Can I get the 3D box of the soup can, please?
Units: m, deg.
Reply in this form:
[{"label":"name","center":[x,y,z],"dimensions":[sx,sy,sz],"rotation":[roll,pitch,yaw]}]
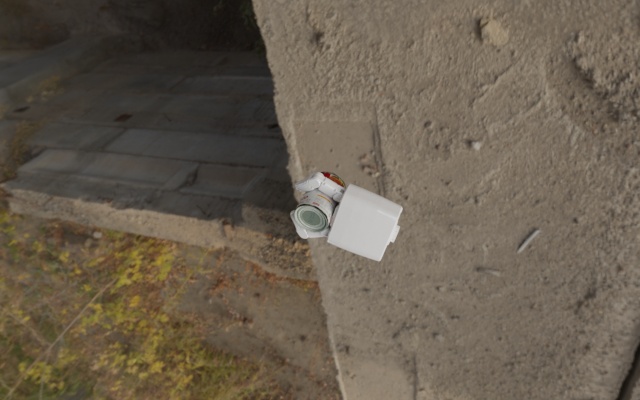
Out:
[{"label":"soup can","center":[0.000,0.003,0.887],"dimensions":[0.068,0.068,0.102],"rotation":[0,39,27]}]
